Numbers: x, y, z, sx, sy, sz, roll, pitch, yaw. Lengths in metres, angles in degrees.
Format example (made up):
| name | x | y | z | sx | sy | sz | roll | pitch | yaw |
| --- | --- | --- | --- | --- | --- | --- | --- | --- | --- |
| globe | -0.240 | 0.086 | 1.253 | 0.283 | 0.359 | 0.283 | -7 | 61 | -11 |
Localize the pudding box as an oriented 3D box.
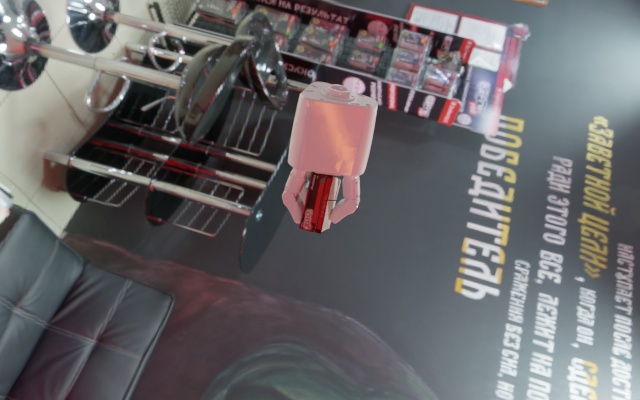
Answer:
| name | x | y | z | sx | sy | sz | roll | pitch | yaw |
| --- | --- | --- | --- | --- | --- | --- | --- | --- | --- |
| pudding box | 0.000 | 0.002 | 0.746 | 0.039 | 0.090 | 0.113 | 14 | 2 | 9 |
